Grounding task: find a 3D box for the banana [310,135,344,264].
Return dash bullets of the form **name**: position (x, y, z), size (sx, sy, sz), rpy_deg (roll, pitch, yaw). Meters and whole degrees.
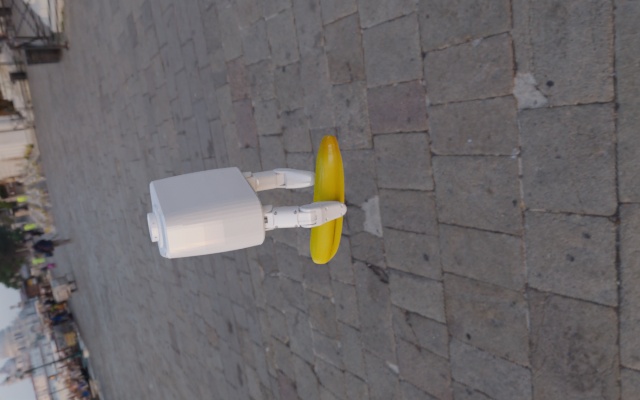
- **banana**: position (0.005, 0.016, 0.607), size (0.037, 0.198, 0.069), rpy_deg (-6, 40, -16)
